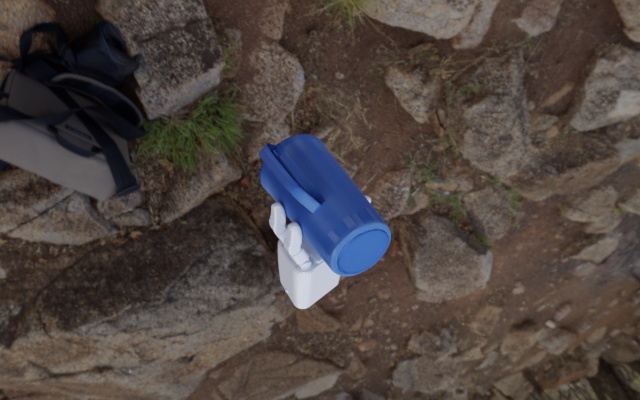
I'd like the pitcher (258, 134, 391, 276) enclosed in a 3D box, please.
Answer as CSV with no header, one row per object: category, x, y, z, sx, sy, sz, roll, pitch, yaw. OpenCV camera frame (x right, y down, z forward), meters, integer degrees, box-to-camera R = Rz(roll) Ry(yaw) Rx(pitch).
pitcher,0.000,0.003,0.778,0.149,0.145,0.242,-16,45,-25
